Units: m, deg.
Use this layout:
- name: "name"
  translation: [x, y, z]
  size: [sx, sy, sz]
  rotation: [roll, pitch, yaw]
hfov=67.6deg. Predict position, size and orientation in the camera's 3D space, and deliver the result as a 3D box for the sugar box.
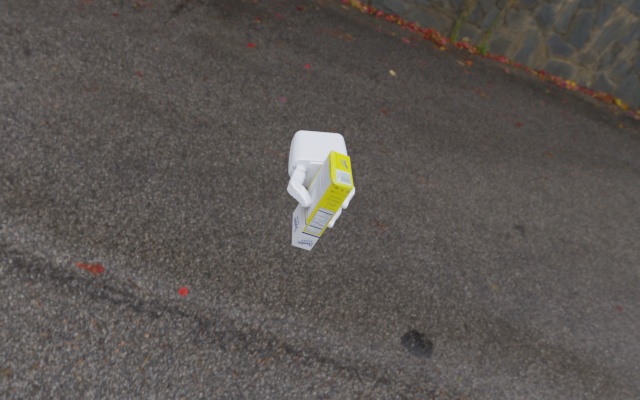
- name: "sugar box"
  translation: [0.001, 0.003, 0.892]
  size: [0.048, 0.176, 0.093]
  rotation: [17, 40, -16]
